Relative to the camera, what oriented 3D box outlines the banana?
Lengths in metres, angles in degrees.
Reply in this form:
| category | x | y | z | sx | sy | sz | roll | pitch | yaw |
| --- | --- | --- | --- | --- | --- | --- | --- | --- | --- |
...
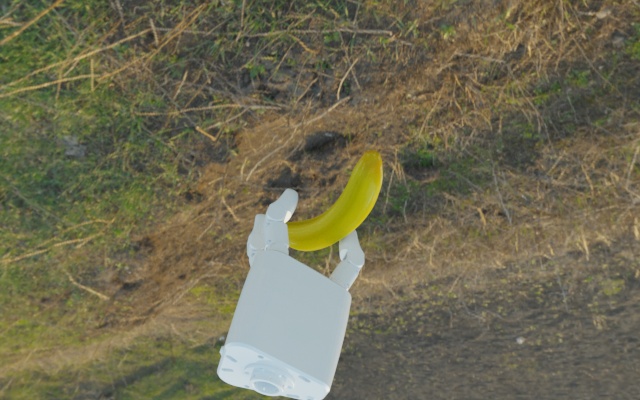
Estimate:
| category | x | y | z | sx | sy | sz | roll | pitch | yaw |
| --- | --- | --- | --- | --- | --- | --- | --- | --- | --- |
| banana | 0.011 | 0.014 | 0.544 | 0.070 | 0.037 | 0.198 | 40 | -48 | -20 |
